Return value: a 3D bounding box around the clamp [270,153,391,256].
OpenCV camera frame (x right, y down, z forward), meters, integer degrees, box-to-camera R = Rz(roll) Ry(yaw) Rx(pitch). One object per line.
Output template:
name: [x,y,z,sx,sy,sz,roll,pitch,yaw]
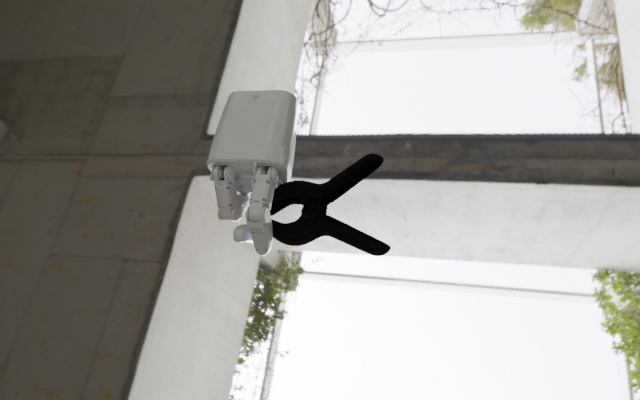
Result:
clamp: [0.000,0.002,0.557,0.171,0.120,0.039,2,-25,15]
